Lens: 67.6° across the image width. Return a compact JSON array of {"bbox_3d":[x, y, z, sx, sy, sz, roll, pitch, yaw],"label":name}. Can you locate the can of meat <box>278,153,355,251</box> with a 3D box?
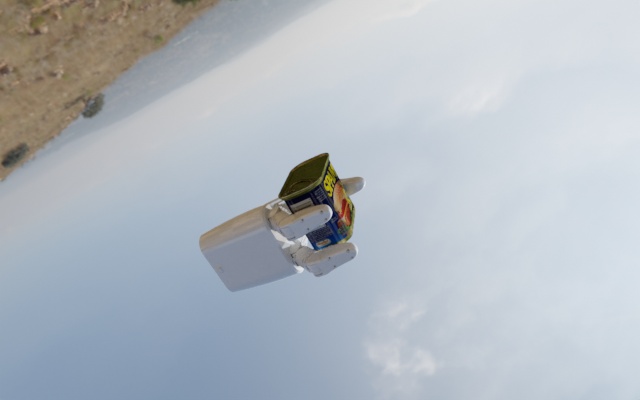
[{"bbox_3d":[0.000,0.002,0.580,0.057,0.084,0.102,-23,21,18],"label":"can of meat"}]
